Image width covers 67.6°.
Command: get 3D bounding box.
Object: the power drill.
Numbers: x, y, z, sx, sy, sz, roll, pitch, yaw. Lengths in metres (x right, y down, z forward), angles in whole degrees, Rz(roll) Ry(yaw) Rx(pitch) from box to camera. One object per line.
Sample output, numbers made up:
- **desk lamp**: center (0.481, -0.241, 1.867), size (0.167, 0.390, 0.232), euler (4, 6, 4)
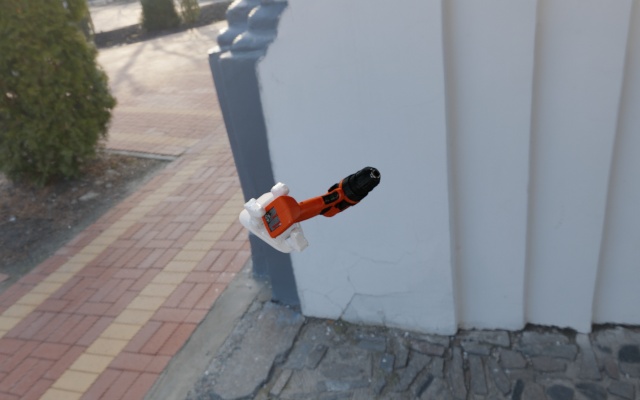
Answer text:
- **power drill**: center (0.000, 0.003, 0.860), size (0.187, 0.057, 0.184), euler (-16, -13, -34)
